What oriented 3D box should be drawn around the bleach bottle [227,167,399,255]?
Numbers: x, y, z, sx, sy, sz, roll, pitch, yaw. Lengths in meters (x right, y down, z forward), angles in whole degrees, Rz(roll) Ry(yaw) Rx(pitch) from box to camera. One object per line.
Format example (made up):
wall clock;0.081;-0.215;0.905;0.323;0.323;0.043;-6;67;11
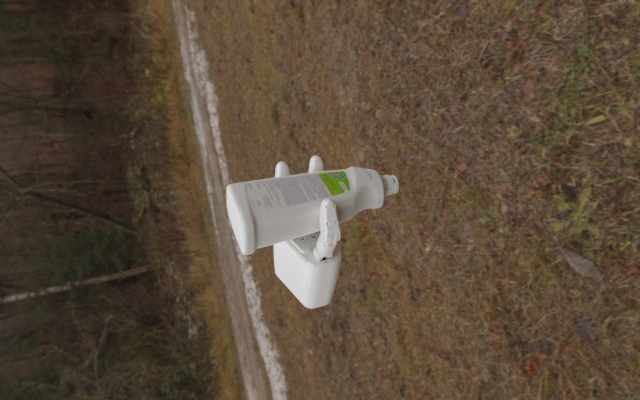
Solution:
bleach bottle;0.000;0.002;0.682;0.251;0.068;0.102;-11;45;-20
